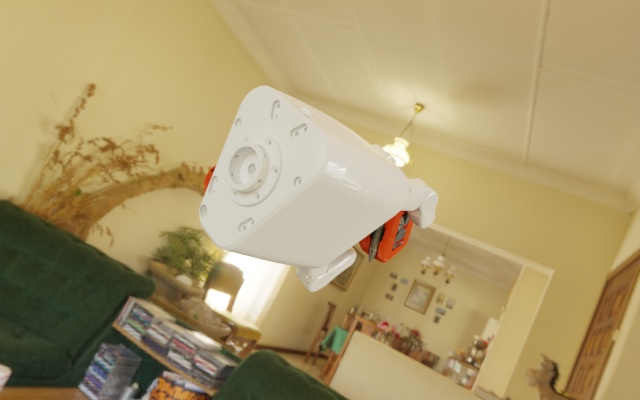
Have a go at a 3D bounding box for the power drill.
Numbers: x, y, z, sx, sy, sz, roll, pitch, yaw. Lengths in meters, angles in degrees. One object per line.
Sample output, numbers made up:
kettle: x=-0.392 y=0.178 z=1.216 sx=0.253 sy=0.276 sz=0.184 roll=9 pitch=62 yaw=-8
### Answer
power drill: x=0.000 y=0.002 z=0.494 sx=0.187 sy=0.057 sz=0.184 roll=16 pitch=11 yaw=18
